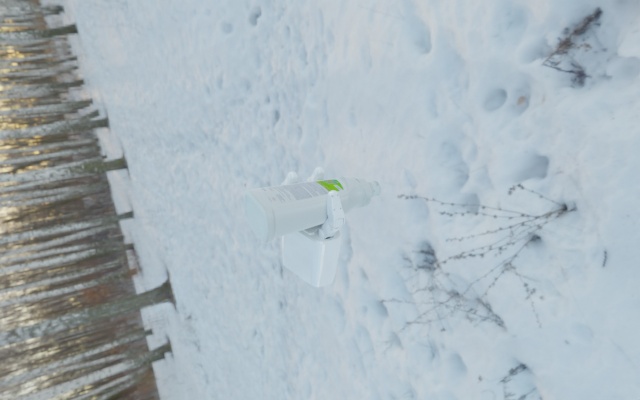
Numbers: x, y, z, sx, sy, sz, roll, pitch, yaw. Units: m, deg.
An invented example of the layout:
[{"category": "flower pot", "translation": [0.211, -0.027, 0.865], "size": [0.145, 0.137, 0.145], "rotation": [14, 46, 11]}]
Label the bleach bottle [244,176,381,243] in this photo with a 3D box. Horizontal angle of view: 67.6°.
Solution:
[{"category": "bleach bottle", "translation": [0.000, 0.003, 0.837], "size": [0.251, 0.068, 0.102], "rotation": [-11, 33, -27]}]
